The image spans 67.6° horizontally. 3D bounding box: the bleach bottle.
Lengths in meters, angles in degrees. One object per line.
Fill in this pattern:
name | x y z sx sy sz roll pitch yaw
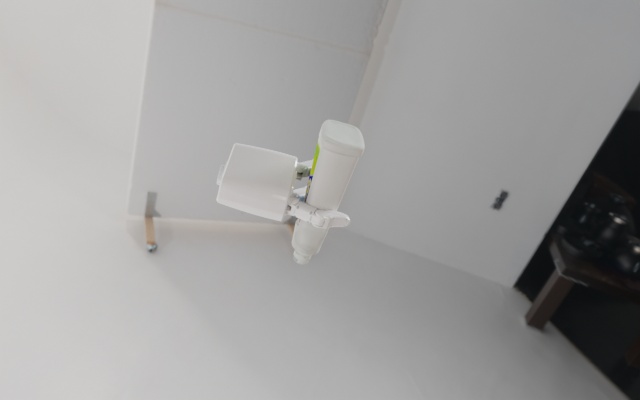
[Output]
bleach bottle | 0.000 0.002 0.775 0.068 0.251 0.102 15 28 -7
